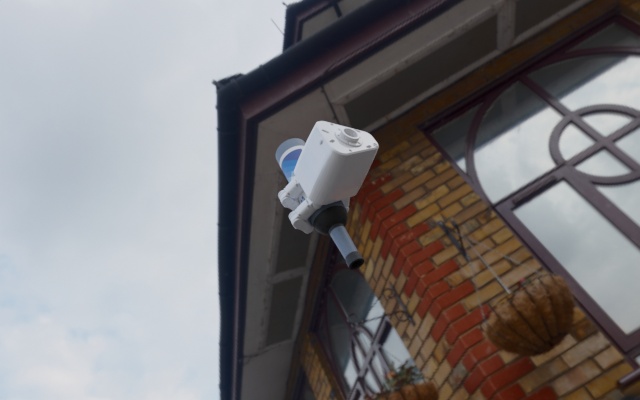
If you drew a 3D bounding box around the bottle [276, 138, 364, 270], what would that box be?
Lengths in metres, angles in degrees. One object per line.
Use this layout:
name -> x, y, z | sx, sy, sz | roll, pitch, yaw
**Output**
bottle -> 0.000, 0.003, 0.855 | 0.069, 0.069, 0.295 | 0, 43, -33
